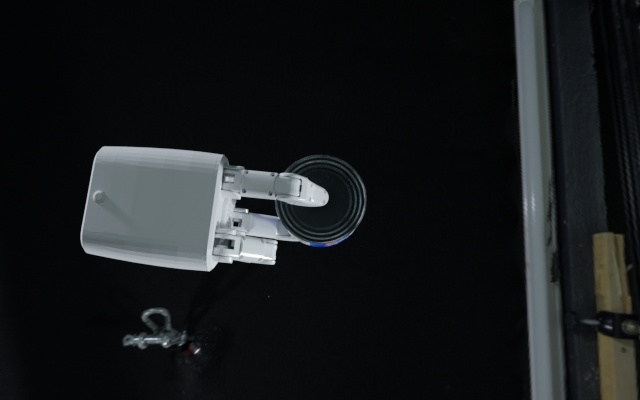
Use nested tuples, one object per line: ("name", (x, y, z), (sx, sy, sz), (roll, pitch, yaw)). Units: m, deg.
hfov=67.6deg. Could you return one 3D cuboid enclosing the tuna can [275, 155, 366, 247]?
("tuna can", (0.000, 0.002, 0.463), (0.086, 0.086, 0.034), (0, -12, -1))
